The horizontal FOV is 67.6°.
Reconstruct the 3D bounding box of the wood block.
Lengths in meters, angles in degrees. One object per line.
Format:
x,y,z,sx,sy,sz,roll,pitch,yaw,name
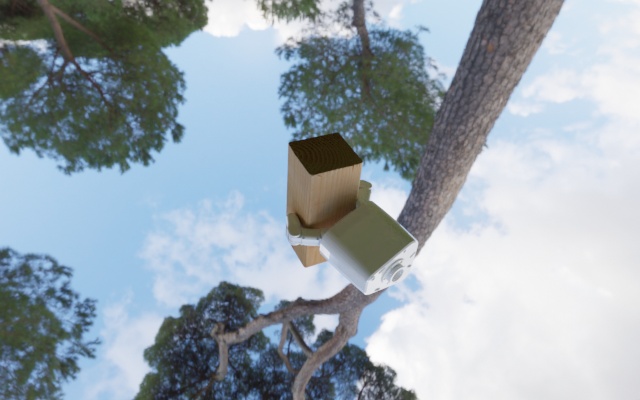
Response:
0.000,0.003,0.793,0.091,0.206,0.090,-15,45,-21,wood block
